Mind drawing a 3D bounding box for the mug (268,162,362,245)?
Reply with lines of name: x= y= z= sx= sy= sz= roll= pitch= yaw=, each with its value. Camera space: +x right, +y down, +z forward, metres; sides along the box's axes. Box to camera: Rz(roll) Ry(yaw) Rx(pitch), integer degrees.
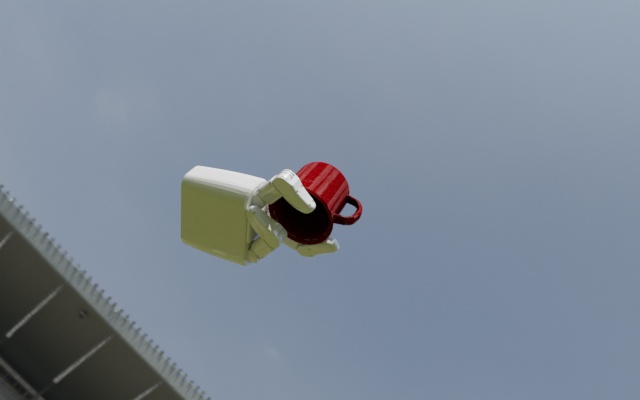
mug: x=0.002 y=0.002 z=0.643 sx=0.117 sy=0.093 sz=0.081 roll=14 pitch=36 yaw=19
